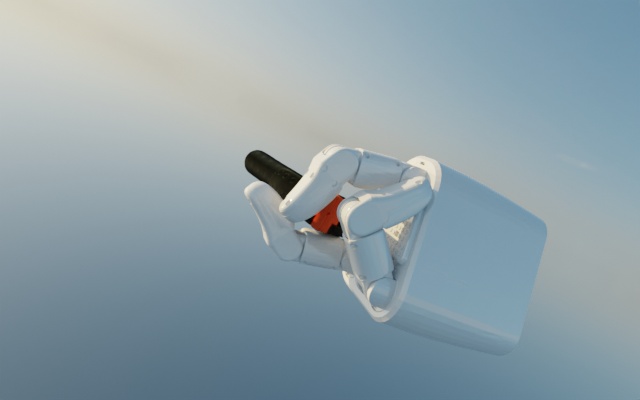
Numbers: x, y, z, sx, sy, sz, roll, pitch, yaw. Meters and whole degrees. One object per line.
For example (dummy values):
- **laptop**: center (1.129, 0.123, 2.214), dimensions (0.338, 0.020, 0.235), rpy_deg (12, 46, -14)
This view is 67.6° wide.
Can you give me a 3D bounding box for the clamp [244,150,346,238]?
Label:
- **clamp**: center (0.000, 0.001, 0.403), dimensions (0.120, 0.039, 0.171), rpy_deg (22, 8, -20)
